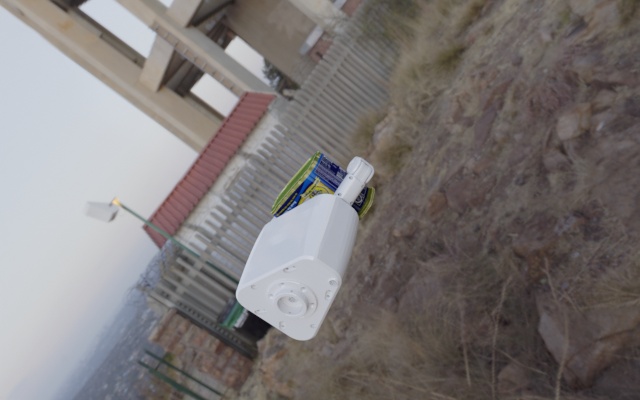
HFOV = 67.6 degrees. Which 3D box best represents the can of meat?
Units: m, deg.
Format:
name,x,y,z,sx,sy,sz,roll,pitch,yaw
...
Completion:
name,x,y,z,sx,sy,sz,roll,pitch,yaw
can of meat,0.000,0.002,0.574,0.084,0.102,0.057,36,35,-11
